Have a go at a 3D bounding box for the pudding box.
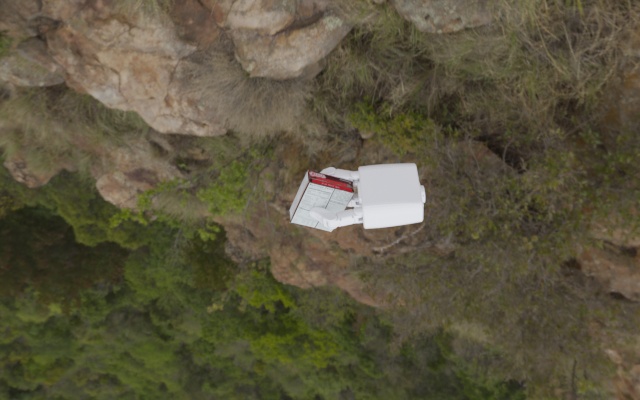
[{"bbox_3d":[0.000,0.003,0.886,0.090,0.114,0.039,14,39,-16],"label":"pudding box"}]
